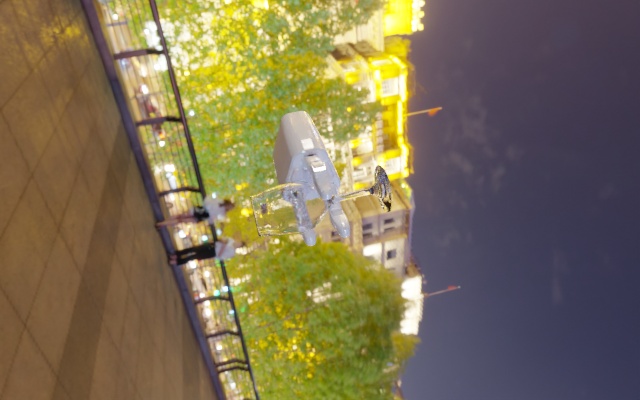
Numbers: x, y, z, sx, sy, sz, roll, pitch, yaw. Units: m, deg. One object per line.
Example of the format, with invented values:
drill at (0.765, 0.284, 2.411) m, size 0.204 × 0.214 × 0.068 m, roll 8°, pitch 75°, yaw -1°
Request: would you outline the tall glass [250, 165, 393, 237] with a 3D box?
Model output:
tall glass at (0.001, 0.002, 0.711) m, size 0.201 × 0.079 × 0.079 m, roll -12°, pitch 2°, yaw -9°
